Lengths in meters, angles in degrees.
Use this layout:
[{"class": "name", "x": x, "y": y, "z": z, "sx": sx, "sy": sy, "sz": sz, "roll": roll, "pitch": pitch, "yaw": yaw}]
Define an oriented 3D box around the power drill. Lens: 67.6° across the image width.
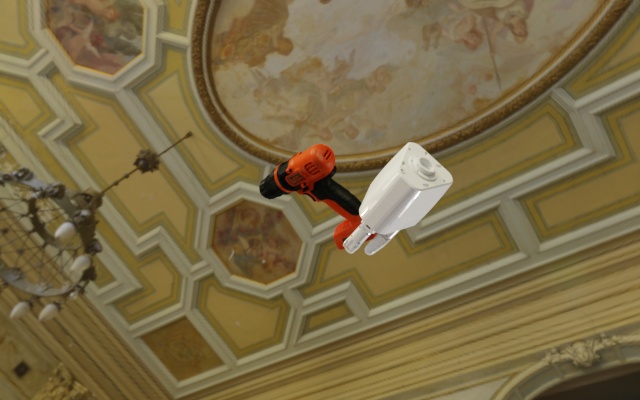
[{"class": "power drill", "x": 0.001, "y": 0.003, "z": 0.813, "sx": 0.188, "sy": 0.057, "sz": 0.184, "roll": 43, "pitch": -37, "yaw": -18}]
